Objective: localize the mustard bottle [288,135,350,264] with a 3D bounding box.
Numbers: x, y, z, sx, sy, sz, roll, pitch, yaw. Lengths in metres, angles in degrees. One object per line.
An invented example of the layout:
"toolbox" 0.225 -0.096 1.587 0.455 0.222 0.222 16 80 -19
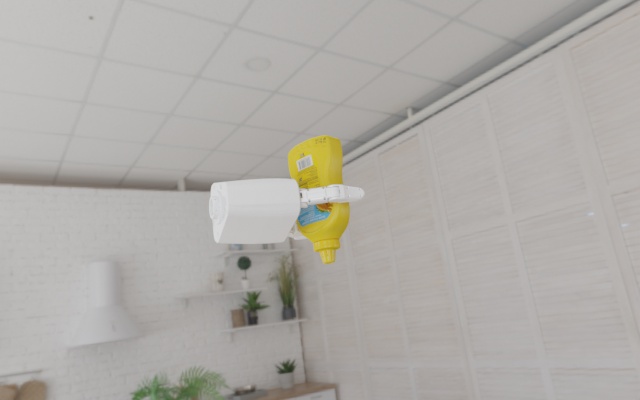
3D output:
"mustard bottle" 0.000 0.002 0.743 0.096 0.191 0.058 -20 -19 39
